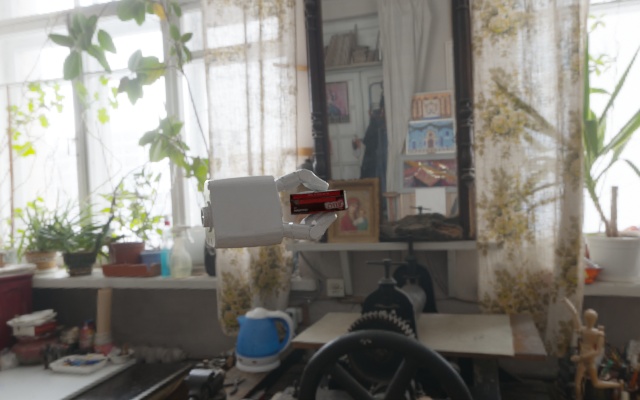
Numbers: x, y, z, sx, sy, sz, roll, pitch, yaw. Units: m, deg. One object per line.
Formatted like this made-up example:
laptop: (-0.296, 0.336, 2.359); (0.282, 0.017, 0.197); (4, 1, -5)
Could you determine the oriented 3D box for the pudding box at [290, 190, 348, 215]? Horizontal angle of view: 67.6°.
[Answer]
pudding box: (0.000, 0.002, 0.814); (0.090, 0.039, 0.113); (-4, 2, 6)
